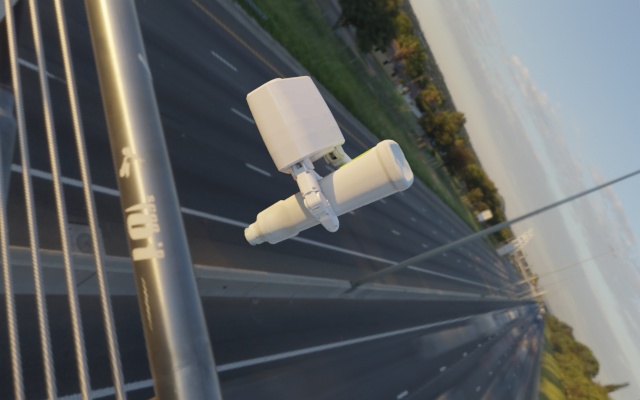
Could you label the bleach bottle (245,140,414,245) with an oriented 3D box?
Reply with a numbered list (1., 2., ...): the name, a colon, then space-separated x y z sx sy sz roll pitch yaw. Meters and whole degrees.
1. bleach bottle: 0.000 0.002 0.660 0.251 0.068 0.102 -26 -1 19
